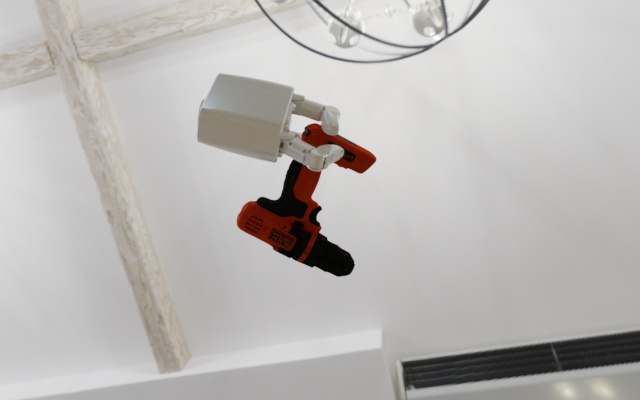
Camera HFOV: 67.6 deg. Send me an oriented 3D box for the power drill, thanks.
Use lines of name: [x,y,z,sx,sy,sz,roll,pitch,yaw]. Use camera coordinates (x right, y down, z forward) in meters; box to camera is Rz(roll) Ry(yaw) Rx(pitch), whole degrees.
power drill: [0.000,0.002,0.668,0.184,0.188,0.057,27,12,-12]
